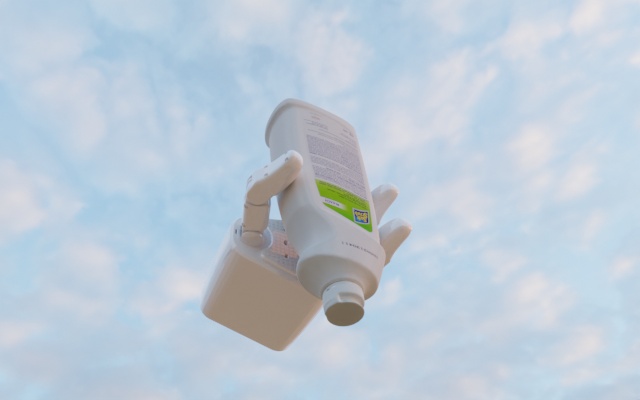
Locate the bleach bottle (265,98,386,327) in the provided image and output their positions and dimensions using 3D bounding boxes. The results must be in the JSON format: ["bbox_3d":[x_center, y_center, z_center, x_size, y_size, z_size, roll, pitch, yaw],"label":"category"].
[{"bbox_3d":[0.000,0.001,0.437,0.102,0.068,0.250,19,34,-20],"label":"bleach bottle"}]
